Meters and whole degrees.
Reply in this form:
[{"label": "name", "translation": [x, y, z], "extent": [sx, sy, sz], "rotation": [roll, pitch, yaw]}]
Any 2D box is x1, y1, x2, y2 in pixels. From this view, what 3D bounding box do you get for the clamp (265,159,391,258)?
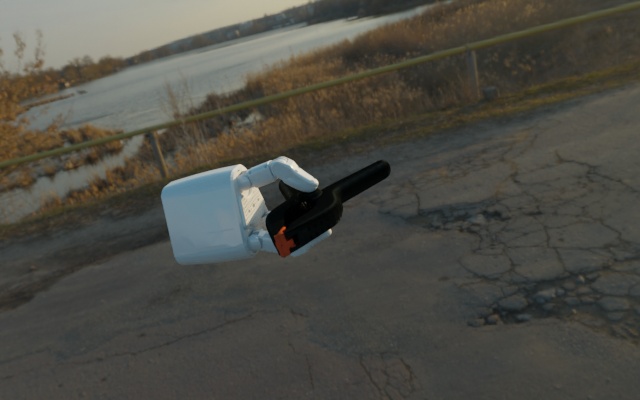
[{"label": "clamp", "translation": [0.000, 0.001, 0.586], "extent": [0.164, 0.036, 0.210], "rotation": [-12, 20, 17]}]
